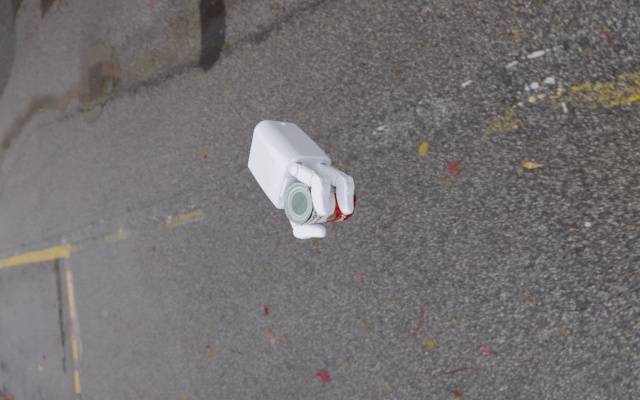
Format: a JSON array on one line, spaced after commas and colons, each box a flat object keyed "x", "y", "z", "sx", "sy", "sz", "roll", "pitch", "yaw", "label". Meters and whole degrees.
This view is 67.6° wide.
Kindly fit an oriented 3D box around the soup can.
[{"x": 0.000, "y": 0.003, "z": 0.764, "sx": 0.068, "sy": 0.068, "sz": 0.102, "roll": 0, "pitch": 1, "yaw": 44, "label": "soup can"}]
